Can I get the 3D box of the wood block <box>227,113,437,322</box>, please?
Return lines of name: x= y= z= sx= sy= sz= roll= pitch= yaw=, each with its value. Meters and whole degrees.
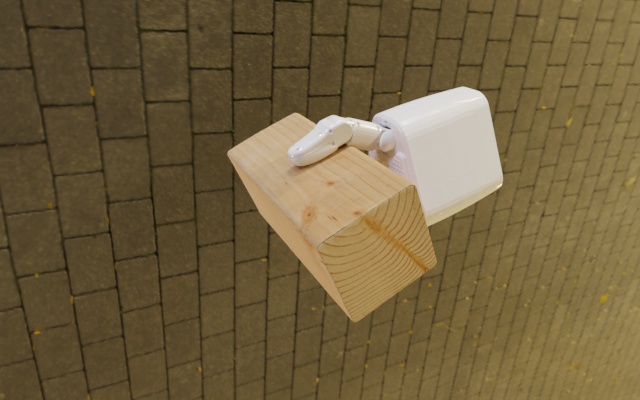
wood block: x=0.000 y=0.001 z=0.445 sx=0.090 sy=0.091 sz=0.206 roll=-32 pitch=36 yaw=-13
